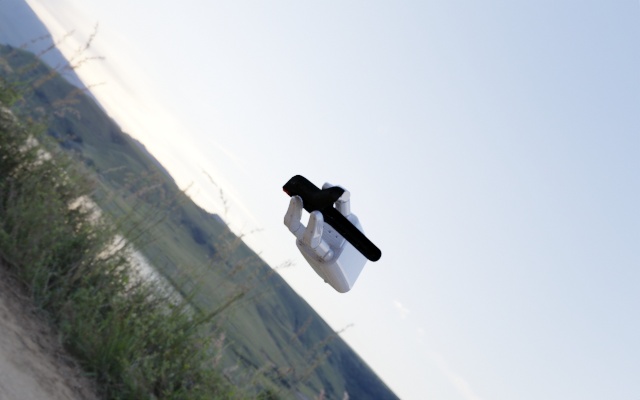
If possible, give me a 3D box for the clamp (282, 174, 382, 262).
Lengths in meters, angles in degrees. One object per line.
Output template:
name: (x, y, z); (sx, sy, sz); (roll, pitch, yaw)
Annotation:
clamp: (0.000, 0.002, 0.755); (0.210, 0.036, 0.165); (34, -18, 41)
